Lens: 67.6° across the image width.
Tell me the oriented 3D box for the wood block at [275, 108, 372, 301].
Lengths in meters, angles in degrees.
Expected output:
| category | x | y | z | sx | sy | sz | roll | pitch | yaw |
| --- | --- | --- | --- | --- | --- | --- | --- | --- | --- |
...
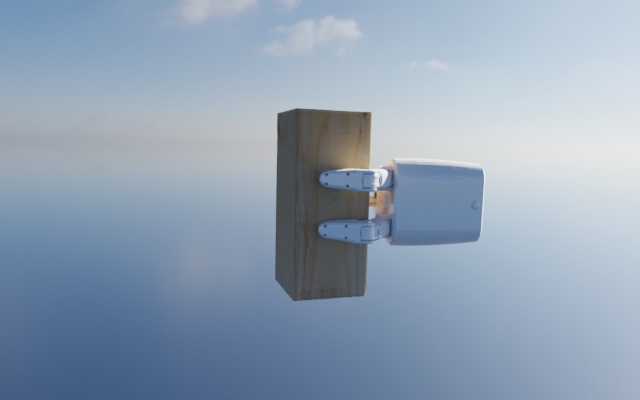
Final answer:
| category | x | y | z | sx | sy | sz | roll | pitch | yaw |
| --- | --- | --- | --- | --- | --- | --- | --- | --- | --- |
| wood block | 0.000 | 0.002 | 0.558 | 0.090 | 0.206 | 0.091 | -1 | 7 | -18 |
